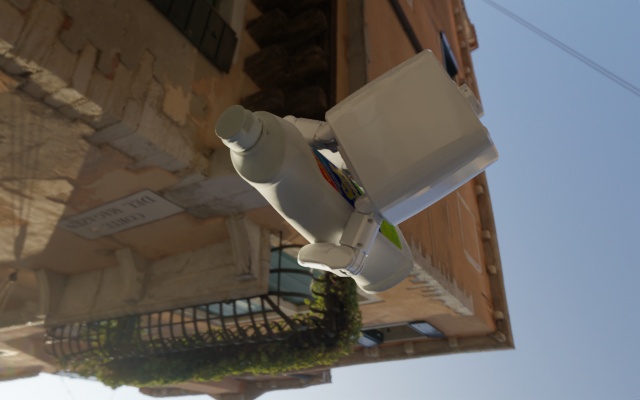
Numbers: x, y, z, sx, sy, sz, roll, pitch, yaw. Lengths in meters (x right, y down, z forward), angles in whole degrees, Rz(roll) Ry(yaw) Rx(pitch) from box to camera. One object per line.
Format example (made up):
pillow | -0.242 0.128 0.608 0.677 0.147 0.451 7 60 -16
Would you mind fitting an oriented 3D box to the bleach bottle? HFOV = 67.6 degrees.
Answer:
bleach bottle | 0.000 0.001 0.434 0.068 0.102 0.251 -33 -38 14
